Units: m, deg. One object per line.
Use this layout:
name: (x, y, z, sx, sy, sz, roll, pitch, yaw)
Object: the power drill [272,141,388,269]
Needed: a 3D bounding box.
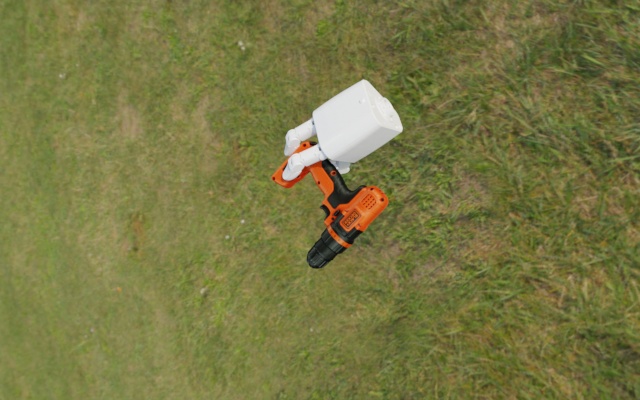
power drill: (0.000, 0.002, 0.847, 0.184, 0.187, 0.057, -46, -15, 13)
